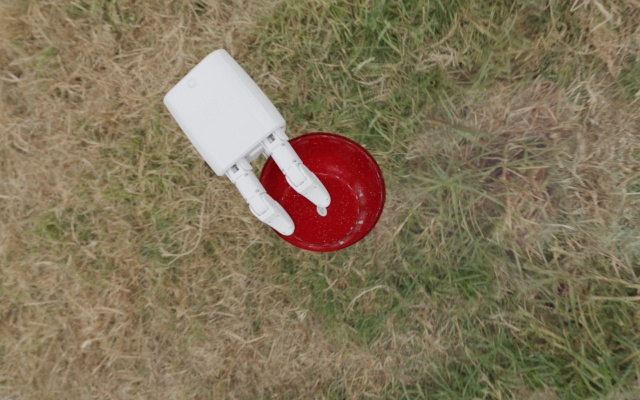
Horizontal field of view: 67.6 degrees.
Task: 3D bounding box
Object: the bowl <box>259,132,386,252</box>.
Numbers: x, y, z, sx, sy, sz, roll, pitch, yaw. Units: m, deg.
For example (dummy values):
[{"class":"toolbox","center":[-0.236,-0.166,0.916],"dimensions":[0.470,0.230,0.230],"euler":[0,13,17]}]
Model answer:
[{"class":"bowl","center":[0.001,0.003,0.578],"dimensions":[0.162,0.162,0.055],"euler":[0,21,2]}]
